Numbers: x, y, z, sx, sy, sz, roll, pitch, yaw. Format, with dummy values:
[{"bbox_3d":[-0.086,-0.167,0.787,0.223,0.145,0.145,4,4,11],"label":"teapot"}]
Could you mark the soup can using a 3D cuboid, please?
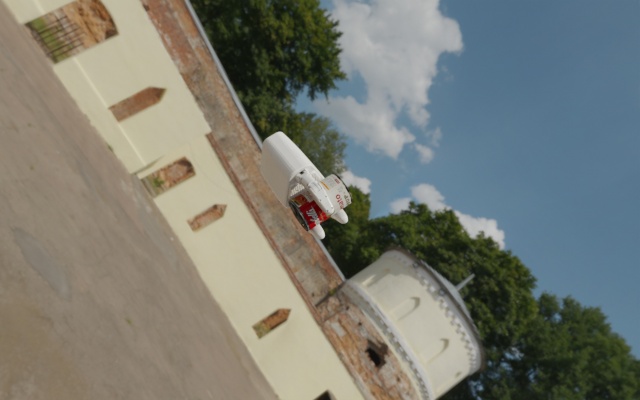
[{"bbox_3d":[0.001,0.003,0.898,0.102,0.068,0.068,-33,8,-13],"label":"soup can"}]
